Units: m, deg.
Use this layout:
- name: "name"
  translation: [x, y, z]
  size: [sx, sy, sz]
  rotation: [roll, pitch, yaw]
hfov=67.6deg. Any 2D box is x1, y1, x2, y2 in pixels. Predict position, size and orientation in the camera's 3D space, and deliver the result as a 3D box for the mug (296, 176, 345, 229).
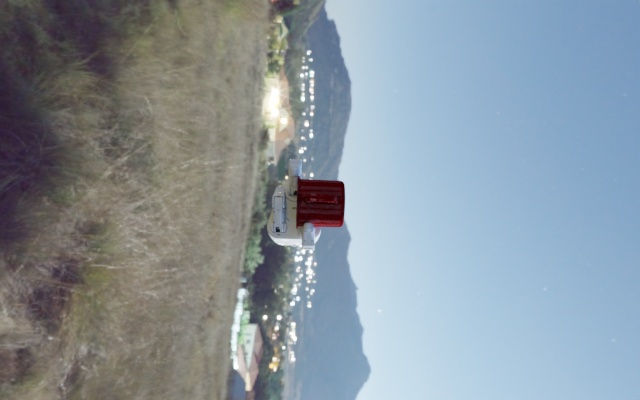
- name: "mug"
  translation: [0.000, 0.002, 0.820]
  size: [0.081, 0.093, 0.117]
  rotation: [2, -11, -2]
